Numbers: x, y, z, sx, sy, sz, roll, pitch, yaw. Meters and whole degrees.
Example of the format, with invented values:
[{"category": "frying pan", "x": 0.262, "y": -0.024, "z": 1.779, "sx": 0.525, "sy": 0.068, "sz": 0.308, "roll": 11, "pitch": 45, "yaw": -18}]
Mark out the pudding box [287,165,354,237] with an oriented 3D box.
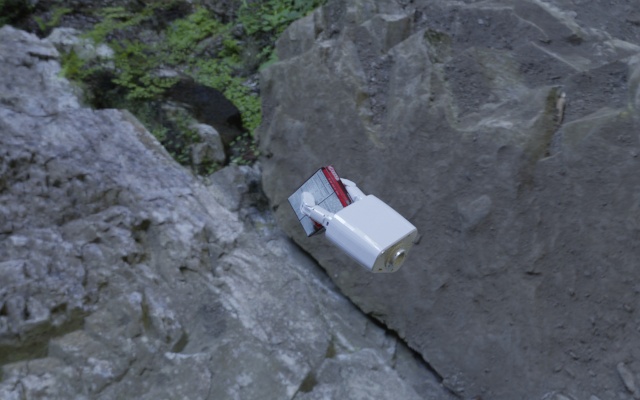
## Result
[{"category": "pudding box", "x": 0.000, "y": 0.003, "z": 0.866, "sx": 0.039, "sy": 0.090, "sz": 0.113, "roll": -13, "pitch": -21, "yaw": -49}]
